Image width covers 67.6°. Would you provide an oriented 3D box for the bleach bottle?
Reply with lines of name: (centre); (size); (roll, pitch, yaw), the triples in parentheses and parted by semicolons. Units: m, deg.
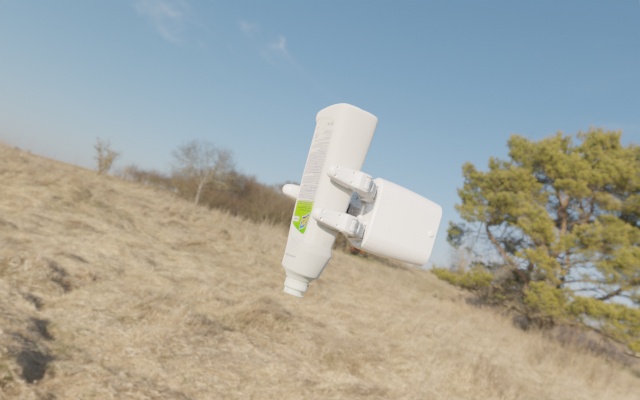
bleach bottle: (0.000, 0.002, 0.636); (0.068, 0.251, 0.102); (20, -6, -20)
